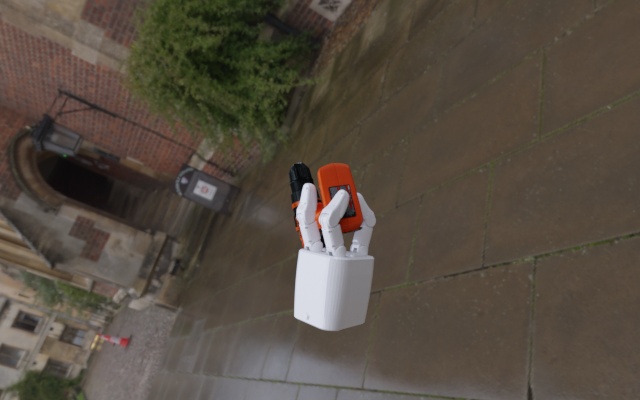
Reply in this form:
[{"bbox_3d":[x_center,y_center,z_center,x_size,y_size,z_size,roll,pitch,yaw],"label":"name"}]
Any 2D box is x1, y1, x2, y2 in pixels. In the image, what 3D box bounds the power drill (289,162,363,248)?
[{"bbox_3d":[0.000,0.003,0.792,0.057,0.184,0.188,-11,-11,-19],"label":"power drill"}]
